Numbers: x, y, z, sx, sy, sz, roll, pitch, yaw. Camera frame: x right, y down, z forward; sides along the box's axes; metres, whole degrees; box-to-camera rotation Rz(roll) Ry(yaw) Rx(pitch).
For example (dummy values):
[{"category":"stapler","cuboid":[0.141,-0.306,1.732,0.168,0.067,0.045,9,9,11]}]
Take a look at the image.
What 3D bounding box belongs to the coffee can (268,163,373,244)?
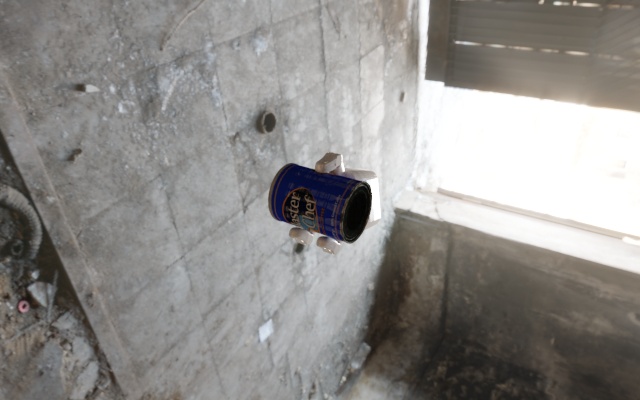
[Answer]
[{"category":"coffee can","cuboid":[0.000,0.002,0.783,0.140,0.103,0.103,16,8,28]}]
